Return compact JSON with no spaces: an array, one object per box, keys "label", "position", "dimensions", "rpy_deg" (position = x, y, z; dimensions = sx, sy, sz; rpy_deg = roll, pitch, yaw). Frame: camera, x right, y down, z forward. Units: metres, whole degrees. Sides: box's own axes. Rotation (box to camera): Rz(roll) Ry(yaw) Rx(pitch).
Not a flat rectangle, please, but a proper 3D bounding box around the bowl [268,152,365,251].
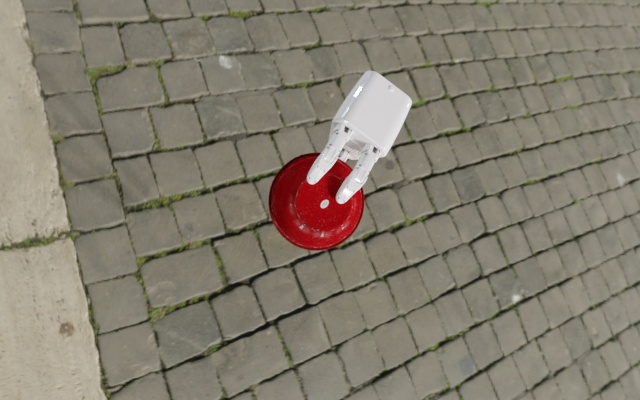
[{"label":"bowl","position":[0.000,0.004,0.759],"dimensions":[0.162,0.162,0.055],"rpy_deg":[0,1,-12]}]
